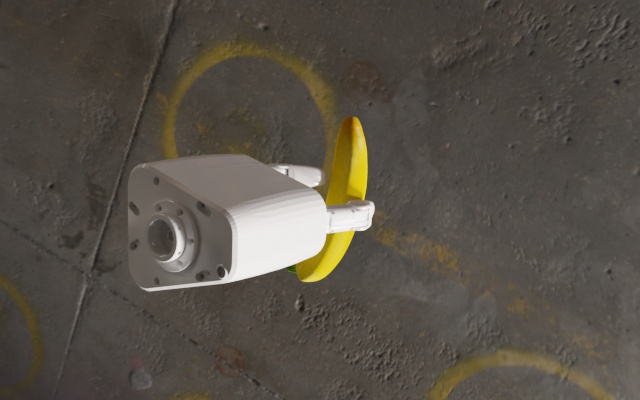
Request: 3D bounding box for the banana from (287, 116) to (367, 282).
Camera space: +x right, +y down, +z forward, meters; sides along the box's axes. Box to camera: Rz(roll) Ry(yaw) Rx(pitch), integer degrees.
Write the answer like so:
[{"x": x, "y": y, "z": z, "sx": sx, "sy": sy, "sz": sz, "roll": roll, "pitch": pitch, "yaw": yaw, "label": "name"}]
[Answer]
[{"x": 0.010, "y": 0.014, "z": 0.491, "sx": 0.037, "sy": 0.198, "sz": 0.069, "roll": -2, "pitch": 34, "yaw": -45, "label": "banana"}]
